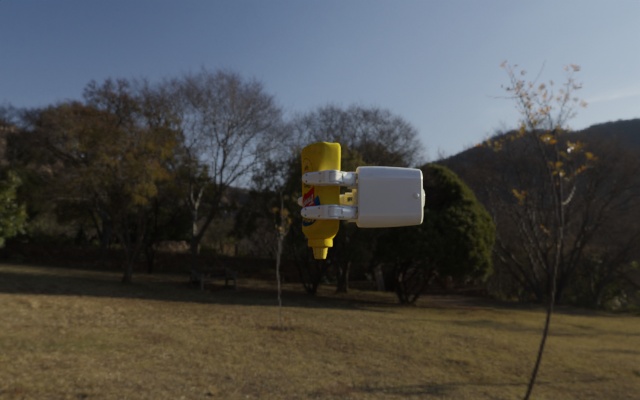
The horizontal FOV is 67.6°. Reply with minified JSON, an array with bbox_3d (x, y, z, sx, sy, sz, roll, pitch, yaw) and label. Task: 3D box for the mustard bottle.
[{"bbox_3d":[0.000,0.002,0.809,0.058,0.191,0.096,2,-5,-25],"label":"mustard bottle"}]
